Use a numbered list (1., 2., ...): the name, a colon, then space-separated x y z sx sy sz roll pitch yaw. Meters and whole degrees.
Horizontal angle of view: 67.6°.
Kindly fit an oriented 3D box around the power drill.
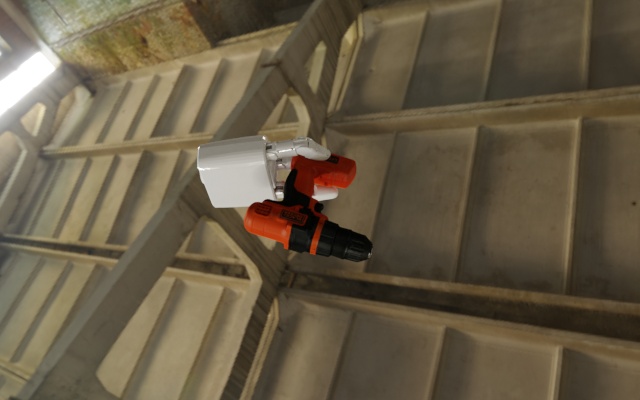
1. power drill: 0.000 0.002 0.715 0.184 0.057 0.187 17 41 4
